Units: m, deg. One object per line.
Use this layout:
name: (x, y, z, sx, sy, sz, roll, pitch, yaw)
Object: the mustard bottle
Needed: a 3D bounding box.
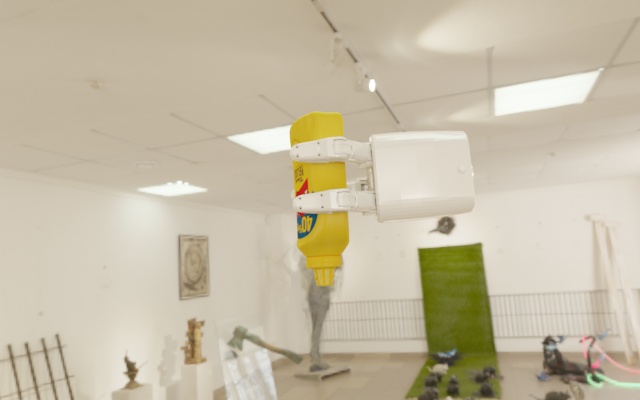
mustard bottle: (0.000, 0.002, 0.553, 0.058, 0.191, 0.096, -1, -8, -21)
